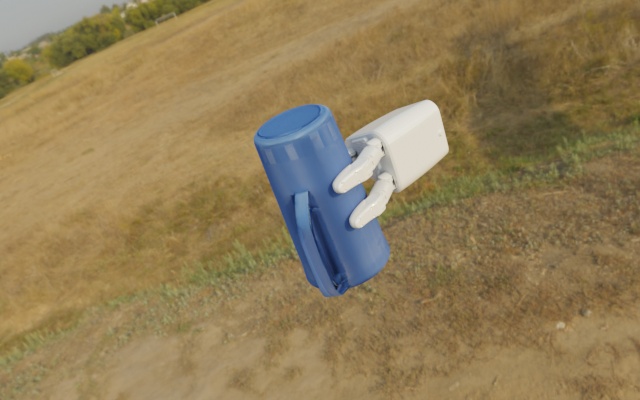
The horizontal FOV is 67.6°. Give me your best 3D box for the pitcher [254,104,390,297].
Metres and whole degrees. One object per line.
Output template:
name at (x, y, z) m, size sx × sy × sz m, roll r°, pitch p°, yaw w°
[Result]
pitcher at (0.000, 0.002, 0.657) m, size 0.145 × 0.243 × 0.149 m, roll -33°, pitch 29°, yaw -19°
